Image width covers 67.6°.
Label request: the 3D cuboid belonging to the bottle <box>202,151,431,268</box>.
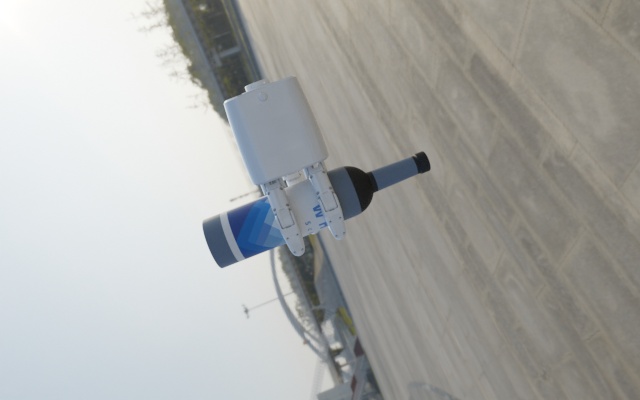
[{"bbox_3d":[0.000,0.002,0.612,0.296,0.069,0.069,-21,1,-2],"label":"bottle"}]
